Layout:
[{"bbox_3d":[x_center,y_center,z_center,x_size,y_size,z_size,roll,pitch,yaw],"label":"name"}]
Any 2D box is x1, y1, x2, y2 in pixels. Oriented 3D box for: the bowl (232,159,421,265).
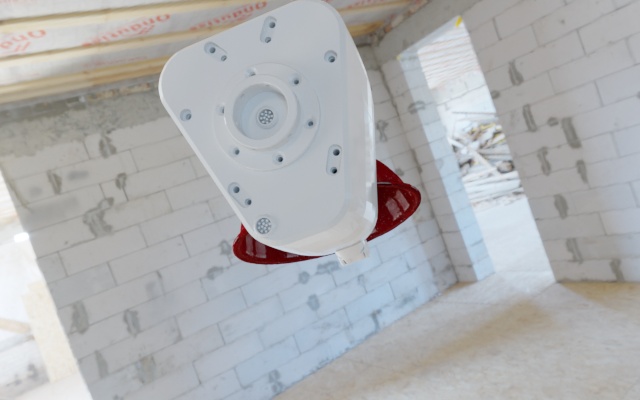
[{"bbox_3d":[0.000,0.001,0.409,0.162,0.055,0.162,-14,-22,-6],"label":"bowl"}]
